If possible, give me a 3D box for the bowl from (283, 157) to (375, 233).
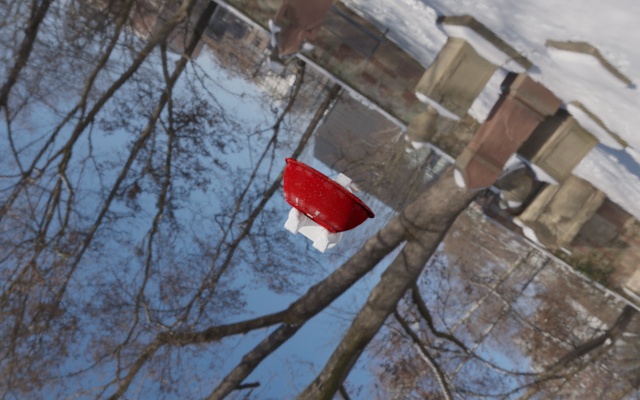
[{"bbox_3d":[0.000,0.002,0.720,0.162,0.055,0.162,33,-6,4],"label":"bowl"}]
